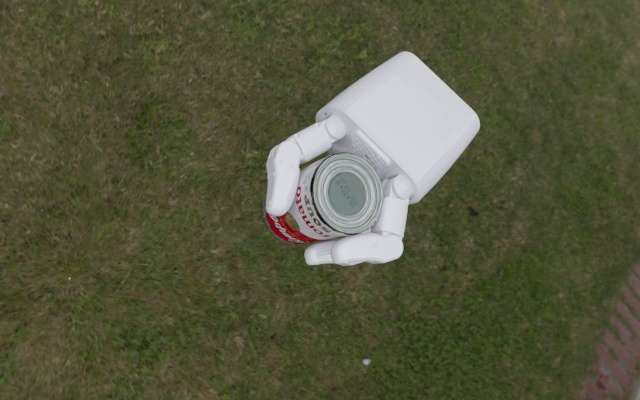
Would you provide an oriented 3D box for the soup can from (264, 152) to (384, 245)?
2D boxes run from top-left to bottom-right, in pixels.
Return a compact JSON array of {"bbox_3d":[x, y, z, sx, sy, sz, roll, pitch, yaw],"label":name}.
[{"bbox_3d":[0.000,0.002,0.416,0.068,0.068,0.102,0,-8,-28],"label":"soup can"}]
